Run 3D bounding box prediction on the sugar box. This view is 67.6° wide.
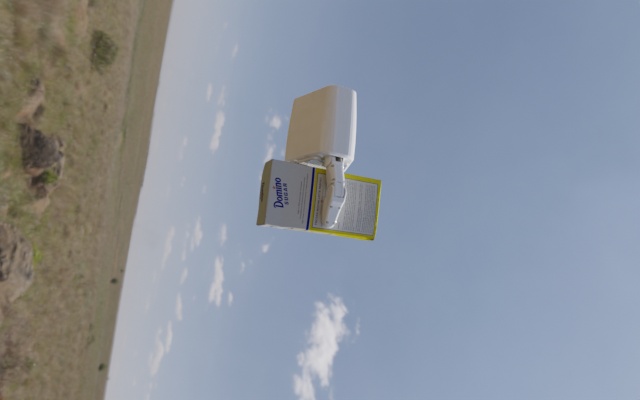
[{"bbox_3d":[0.000,0.002,0.692,0.176,0.093,0.048,10,-8,-22],"label":"sugar box"}]
